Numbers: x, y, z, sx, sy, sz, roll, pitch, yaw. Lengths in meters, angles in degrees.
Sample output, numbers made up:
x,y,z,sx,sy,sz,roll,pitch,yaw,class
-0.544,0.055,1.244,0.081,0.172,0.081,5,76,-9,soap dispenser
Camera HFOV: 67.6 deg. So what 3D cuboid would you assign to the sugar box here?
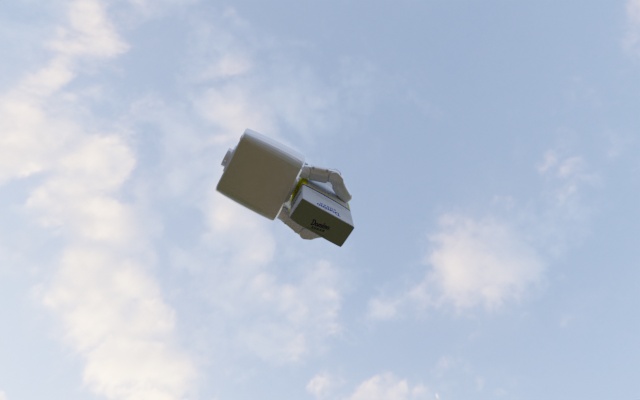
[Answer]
x,y,z,sx,sy,sz,roll,pitch,yaw,class
0.000,0.003,0.775,0.093,0.048,0.176,30,20,-11,sugar box
